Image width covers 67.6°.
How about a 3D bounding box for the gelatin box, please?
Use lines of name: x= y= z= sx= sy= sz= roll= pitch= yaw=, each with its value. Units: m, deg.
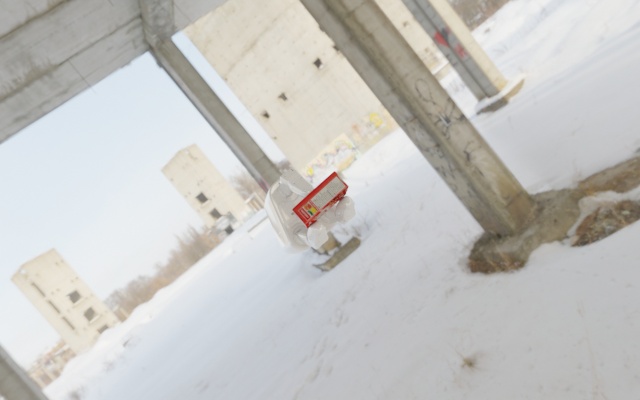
gelatin box: x=0.000 y=0.002 z=0.632 sx=0.073 sy=0.030 sz=0.089 roll=-42 pitch=-5 yaw=-5
